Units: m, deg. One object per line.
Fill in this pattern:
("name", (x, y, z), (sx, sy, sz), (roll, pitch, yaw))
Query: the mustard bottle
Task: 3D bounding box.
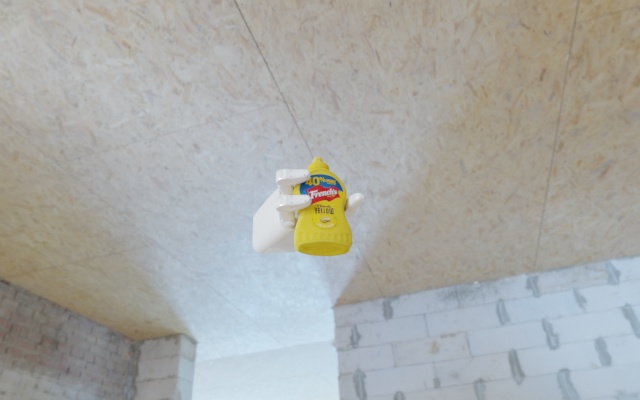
("mustard bottle", (0.000, 0.003, 0.847), (0.096, 0.191, 0.058), (2, -34, -10))
